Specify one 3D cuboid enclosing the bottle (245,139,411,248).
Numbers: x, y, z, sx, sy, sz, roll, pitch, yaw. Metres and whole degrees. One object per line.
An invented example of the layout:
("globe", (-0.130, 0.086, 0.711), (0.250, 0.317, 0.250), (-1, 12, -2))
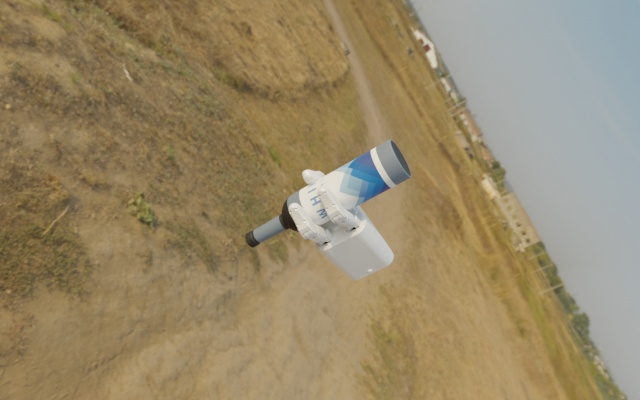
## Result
("bottle", (0.000, 0.002, 0.773), (0.296, 0.069, 0.069), (-29, -10, 19))
